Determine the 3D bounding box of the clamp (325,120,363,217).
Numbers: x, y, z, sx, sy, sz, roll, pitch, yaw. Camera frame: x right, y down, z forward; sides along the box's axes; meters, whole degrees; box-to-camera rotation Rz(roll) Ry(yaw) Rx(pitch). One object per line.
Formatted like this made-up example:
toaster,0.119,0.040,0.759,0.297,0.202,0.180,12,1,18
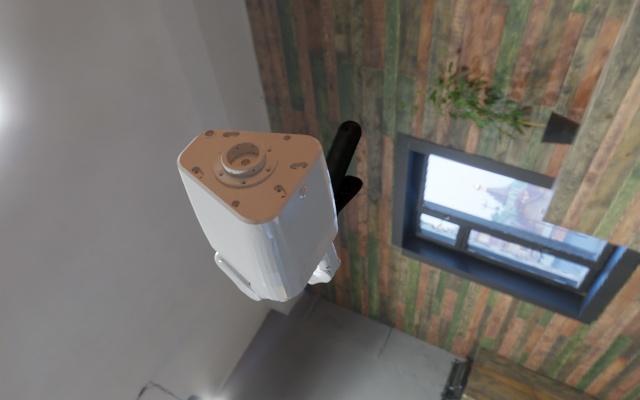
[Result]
clamp,-0.001,0.002,0.491,0.039,0.171,0.120,19,-34,22
